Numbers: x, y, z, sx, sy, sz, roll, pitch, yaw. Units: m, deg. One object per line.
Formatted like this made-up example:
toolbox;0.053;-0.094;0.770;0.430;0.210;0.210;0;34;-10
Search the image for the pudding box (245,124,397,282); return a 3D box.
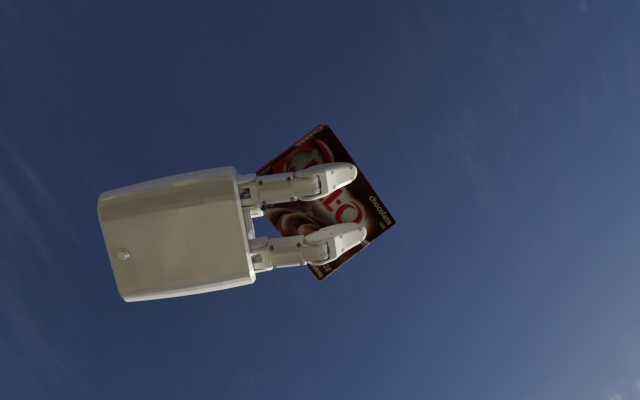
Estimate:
pudding box;0.000;0.001;0.432;0.090;0.113;0.039;-37;18;0
